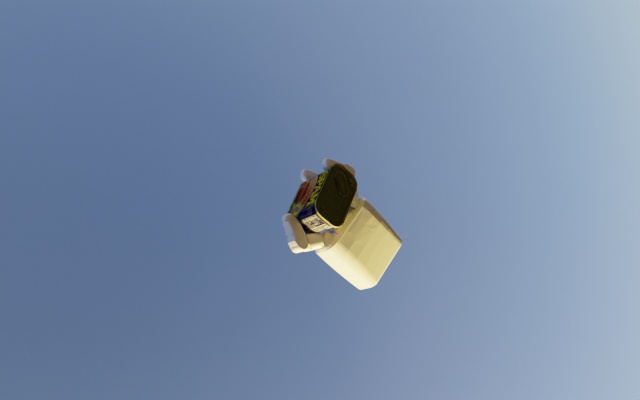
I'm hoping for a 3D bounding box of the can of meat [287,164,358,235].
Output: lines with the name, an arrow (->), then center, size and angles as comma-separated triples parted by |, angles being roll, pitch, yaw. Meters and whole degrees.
can of meat -> 0.000, 0.003, 0.740 | 0.057, 0.102, 0.084 | 40, -38, -22
